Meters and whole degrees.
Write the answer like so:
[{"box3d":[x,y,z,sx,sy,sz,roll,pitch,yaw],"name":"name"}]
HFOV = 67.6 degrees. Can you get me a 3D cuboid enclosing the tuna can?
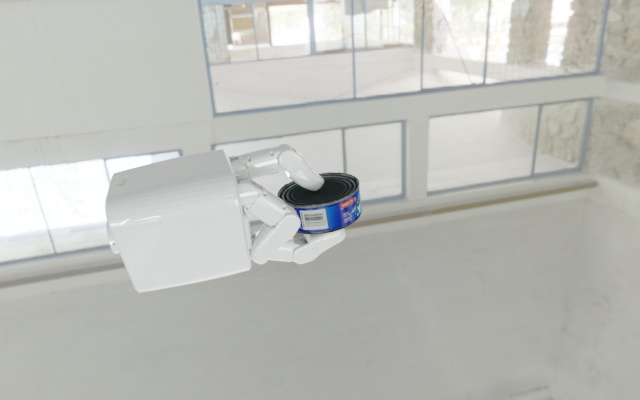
[{"box3d":[0.000,0.002,0.499,0.086,0.034,0.086,-8,23,4],"name":"tuna can"}]
